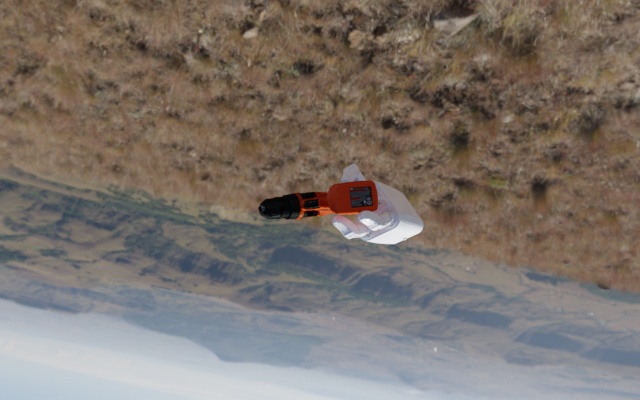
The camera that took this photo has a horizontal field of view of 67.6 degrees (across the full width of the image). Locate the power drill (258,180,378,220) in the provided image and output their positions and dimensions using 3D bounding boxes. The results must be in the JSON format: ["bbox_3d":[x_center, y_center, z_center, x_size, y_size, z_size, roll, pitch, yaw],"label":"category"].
[{"bbox_3d":[0.001,0.003,0.888,0.184,0.057,0.187,-8,0,-34],"label":"power drill"}]
